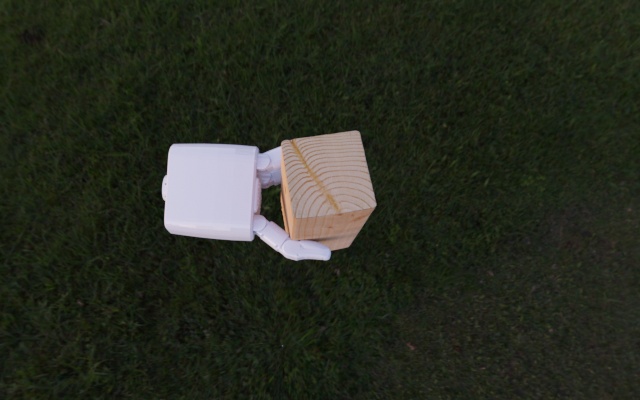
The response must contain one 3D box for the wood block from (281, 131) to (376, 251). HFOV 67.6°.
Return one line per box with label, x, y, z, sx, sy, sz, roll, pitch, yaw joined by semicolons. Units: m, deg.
wood block;0.000;0.002;0.600;0.090;0.090;0.206;-8;-16;-7
